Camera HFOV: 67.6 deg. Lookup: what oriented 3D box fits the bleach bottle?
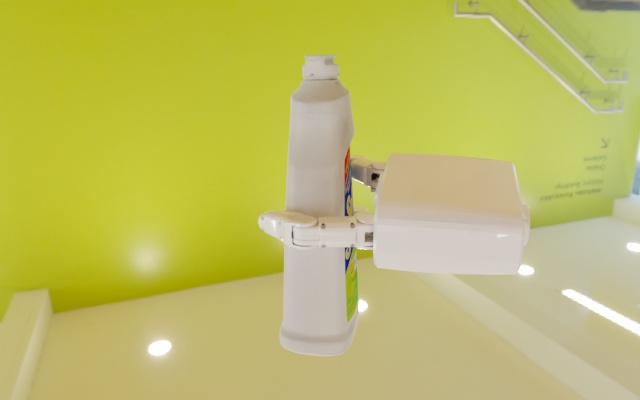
[{"bbox_3d":[0.000,0.001,0.425,0.068,0.251,0.102,2,16,12],"label":"bleach bottle"}]
